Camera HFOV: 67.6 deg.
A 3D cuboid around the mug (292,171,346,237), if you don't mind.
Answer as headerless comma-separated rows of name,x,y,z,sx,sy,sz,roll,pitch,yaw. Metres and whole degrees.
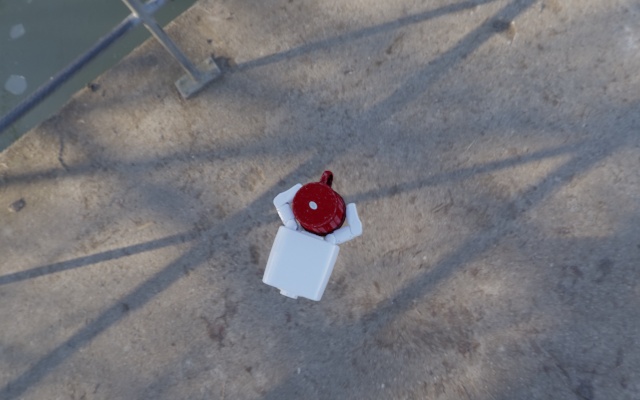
mug,0.001,0.001,0.851,0.093,0.117,0.081,17,-7,12
